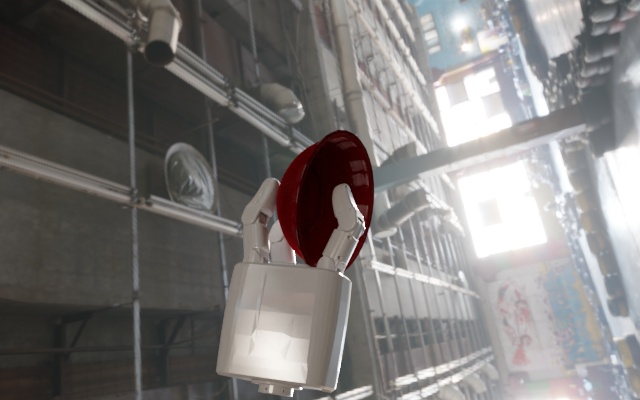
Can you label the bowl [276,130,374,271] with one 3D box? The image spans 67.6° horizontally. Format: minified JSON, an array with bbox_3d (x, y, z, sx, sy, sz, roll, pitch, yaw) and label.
[{"bbox_3d":[0.000,0.001,0.534,0.055,0.162,0.162,8,4,33],"label":"bowl"}]
